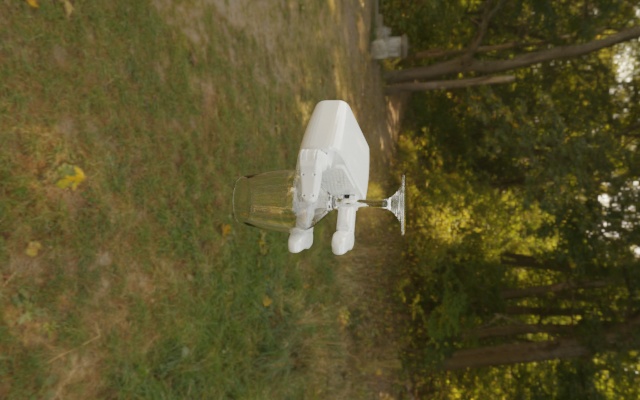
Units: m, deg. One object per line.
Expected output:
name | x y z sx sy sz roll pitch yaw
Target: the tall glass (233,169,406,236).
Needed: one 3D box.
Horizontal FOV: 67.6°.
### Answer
tall glass | 0.001 0.002 0.573 0.201 0.079 0.079 1 0 12
